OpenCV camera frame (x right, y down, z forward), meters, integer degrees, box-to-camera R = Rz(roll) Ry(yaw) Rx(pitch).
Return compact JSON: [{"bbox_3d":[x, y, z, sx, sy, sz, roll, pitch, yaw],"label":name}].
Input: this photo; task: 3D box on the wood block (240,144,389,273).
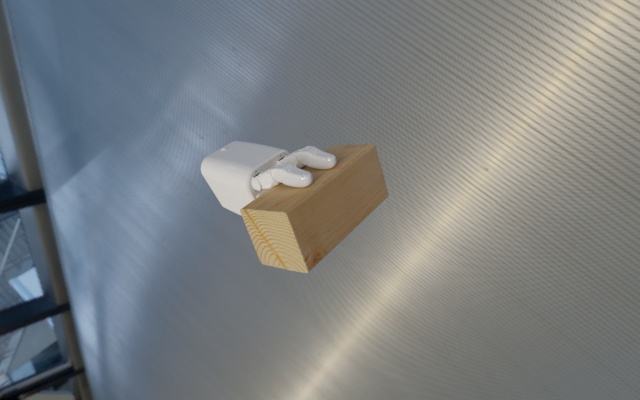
[{"bbox_3d":[0.000,0.003,0.677,0.090,0.091,0.206,4,31,41],"label":"wood block"}]
